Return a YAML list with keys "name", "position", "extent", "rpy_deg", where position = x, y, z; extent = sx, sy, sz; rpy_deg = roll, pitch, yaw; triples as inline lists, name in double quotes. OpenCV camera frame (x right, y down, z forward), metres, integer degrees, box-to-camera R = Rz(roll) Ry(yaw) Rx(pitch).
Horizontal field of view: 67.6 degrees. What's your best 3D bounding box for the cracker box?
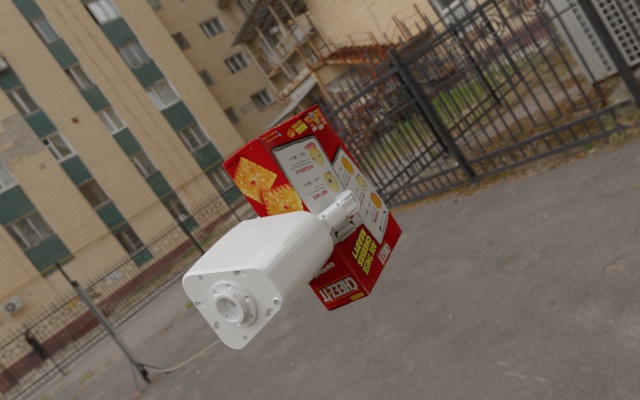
- name: "cracker box"
  position: [0.000, 0.002, 0.597]
  extent: [0.072, 0.214, 0.164]
  rpy_deg: [-30, 9, 32]
